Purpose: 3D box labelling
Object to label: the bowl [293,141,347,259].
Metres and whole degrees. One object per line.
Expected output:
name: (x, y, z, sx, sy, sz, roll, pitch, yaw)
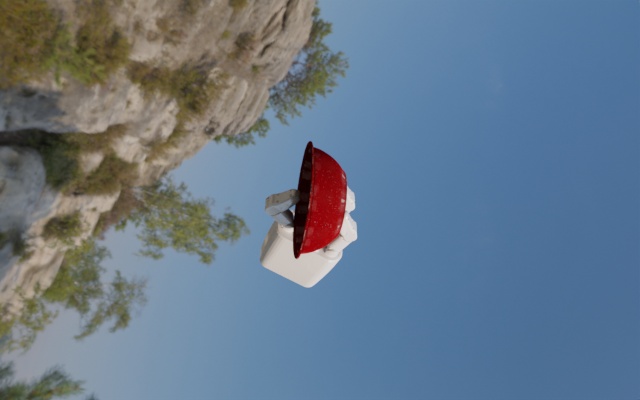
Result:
bowl: (0.001, 0.002, 0.652, 0.055, 0.162, 0.162, 7, -1, -8)
